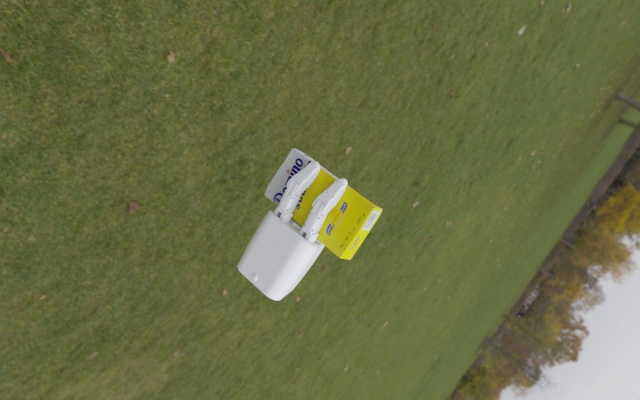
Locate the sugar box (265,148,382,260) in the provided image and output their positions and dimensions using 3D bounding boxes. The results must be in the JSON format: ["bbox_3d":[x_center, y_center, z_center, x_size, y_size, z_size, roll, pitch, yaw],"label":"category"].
[{"bbox_3d":[0.000,0.003,0.741,0.176,0.093,0.048,37,8,26],"label":"sugar box"}]
